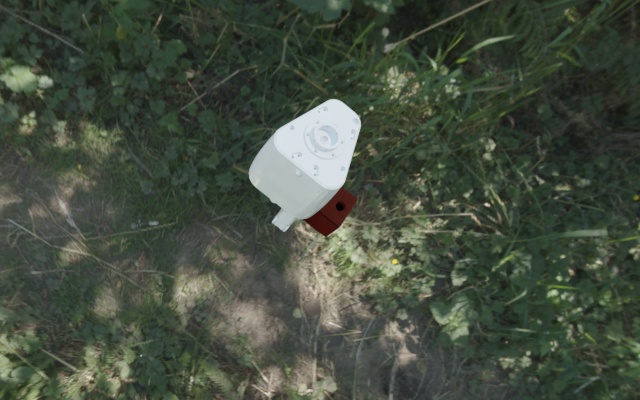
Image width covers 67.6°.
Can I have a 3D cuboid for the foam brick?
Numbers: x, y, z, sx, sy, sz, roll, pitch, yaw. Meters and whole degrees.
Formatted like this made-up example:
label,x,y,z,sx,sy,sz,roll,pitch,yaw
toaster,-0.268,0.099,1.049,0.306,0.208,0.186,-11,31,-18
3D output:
label,x,y,z,sx,sy,sz,roll,pitch,yaw
foam brick,0.000,0.002,0.647,0.078,0.053,0.051,38,-29,-6
